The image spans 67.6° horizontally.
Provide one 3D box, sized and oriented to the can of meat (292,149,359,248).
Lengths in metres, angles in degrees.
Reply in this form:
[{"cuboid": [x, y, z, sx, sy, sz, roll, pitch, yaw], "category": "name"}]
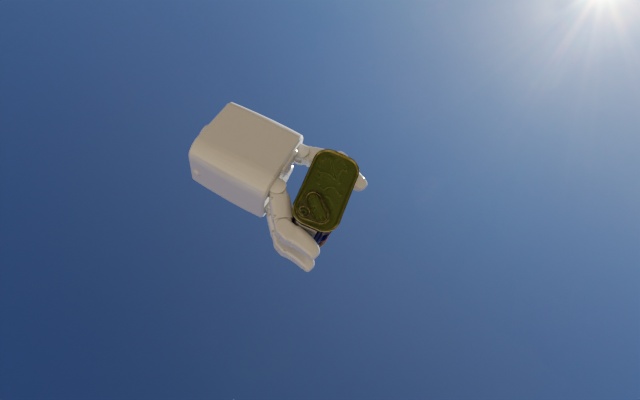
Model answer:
[{"cuboid": [0.000, 0.002, 0.586, 0.057, 0.102, 0.084, 23, -24, -1], "category": "can of meat"}]
